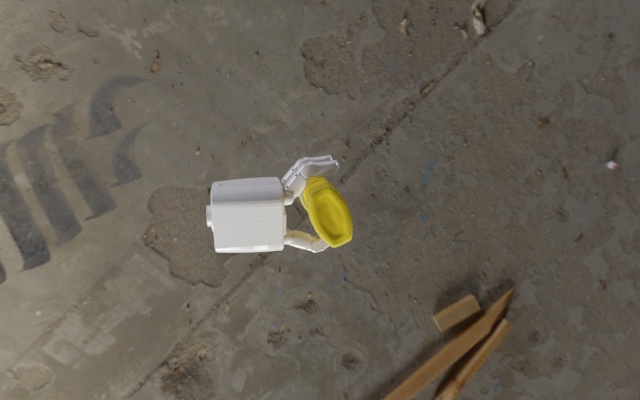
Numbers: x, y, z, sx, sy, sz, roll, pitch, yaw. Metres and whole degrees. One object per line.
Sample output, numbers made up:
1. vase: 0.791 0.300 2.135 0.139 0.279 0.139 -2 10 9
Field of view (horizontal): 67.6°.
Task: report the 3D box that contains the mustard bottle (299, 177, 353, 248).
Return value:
1. mustard bottle: 0.000 0.002 0.767 0.058 0.096 0.191 -26 16 -3
